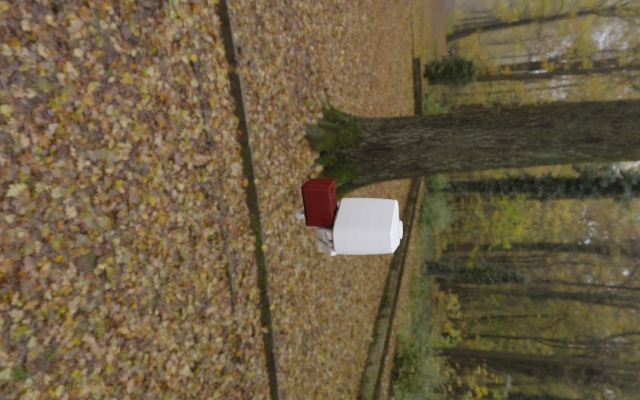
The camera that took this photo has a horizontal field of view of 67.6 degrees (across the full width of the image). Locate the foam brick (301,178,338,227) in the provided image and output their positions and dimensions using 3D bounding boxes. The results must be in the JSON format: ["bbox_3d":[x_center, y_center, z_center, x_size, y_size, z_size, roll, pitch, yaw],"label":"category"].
[{"bbox_3d":[0.000,0.003,0.878,0.051,0.078,0.053,0,22,17],"label":"foam brick"}]
